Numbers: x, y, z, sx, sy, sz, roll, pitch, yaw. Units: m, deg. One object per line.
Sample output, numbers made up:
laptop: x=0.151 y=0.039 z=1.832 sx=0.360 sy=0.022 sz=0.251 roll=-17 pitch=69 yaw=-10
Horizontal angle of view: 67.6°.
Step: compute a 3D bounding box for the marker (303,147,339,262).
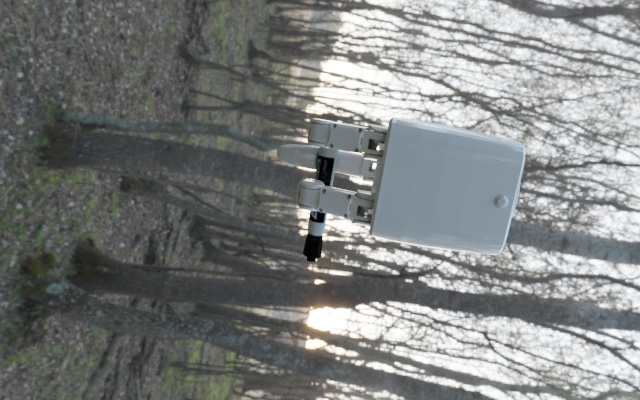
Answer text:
marker: x=0.000 y=0.002 z=0.463 sx=0.020 sy=0.121 sz=0.020 roll=9 pitch=12 yaw=-2
